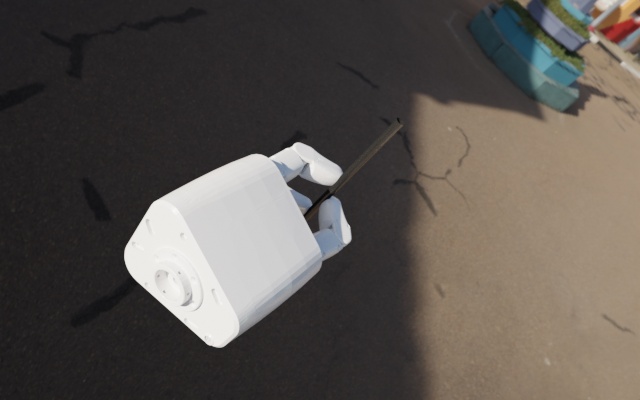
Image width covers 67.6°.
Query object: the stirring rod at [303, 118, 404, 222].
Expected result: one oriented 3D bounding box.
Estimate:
[{"bbox_3d":[0.000,0.002,0.473,0.011,0.011,0.240,0,-34,-42],"label":"stirring rod"}]
